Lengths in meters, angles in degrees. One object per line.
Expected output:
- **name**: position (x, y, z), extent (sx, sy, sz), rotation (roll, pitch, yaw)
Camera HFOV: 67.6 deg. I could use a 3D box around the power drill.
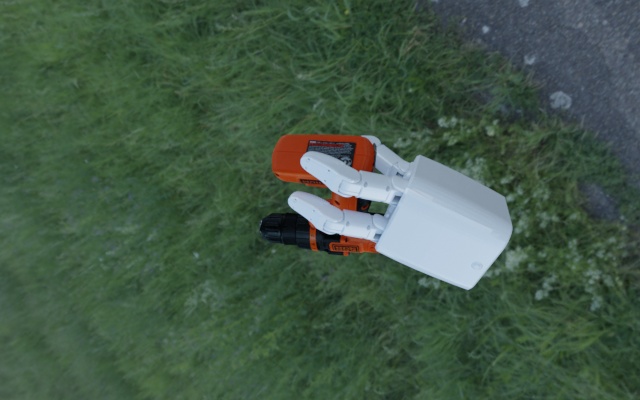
- **power drill**: position (0.000, 0.002, 0.561), extent (0.184, 0.057, 0.188), rotation (1, -32, 11)
